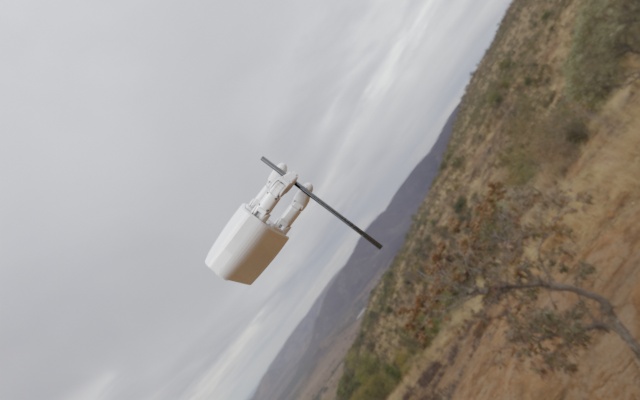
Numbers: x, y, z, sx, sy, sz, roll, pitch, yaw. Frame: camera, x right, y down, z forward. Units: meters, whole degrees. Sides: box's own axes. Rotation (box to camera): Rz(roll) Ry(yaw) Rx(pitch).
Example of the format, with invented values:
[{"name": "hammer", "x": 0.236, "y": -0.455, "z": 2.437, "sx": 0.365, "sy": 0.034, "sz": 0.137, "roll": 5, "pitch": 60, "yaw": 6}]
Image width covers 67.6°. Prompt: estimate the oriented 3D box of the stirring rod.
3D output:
[{"name": "stirring rod", "x": 0.000, "y": 0.003, "z": 0.762, "sx": 0.239, "sy": 0.011, "sz": 0.011, "roll": 37, "pitch": 5, "yaw": 7}]
